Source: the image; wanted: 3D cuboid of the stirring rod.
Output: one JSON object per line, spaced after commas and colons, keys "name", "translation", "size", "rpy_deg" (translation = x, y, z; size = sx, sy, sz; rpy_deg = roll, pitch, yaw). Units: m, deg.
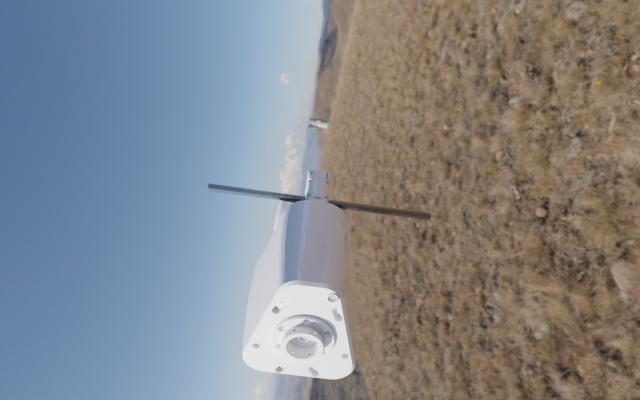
{"name": "stirring rod", "translation": [0.000, 0.002, 0.513], "size": [0.239, 0.011, 0.011], "rpy_deg": [8, 0, -3]}
